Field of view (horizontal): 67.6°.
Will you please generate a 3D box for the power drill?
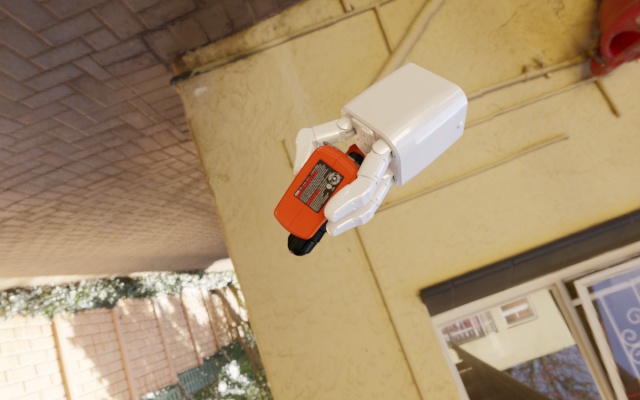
[{"bbox_3d":[0.000,0.002,0.610,0.057,0.184,0.187,35,6,7],"label":"power drill"}]
